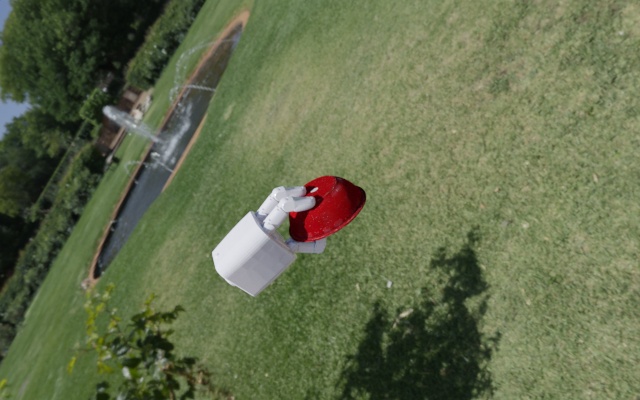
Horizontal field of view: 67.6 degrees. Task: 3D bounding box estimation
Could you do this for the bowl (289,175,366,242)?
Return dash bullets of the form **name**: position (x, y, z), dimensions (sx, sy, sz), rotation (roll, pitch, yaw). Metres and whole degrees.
- **bowl**: position (0.001, 0.002, 0.872), dimensions (0.162, 0.055, 0.162), rotation (-25, 26, 13)
